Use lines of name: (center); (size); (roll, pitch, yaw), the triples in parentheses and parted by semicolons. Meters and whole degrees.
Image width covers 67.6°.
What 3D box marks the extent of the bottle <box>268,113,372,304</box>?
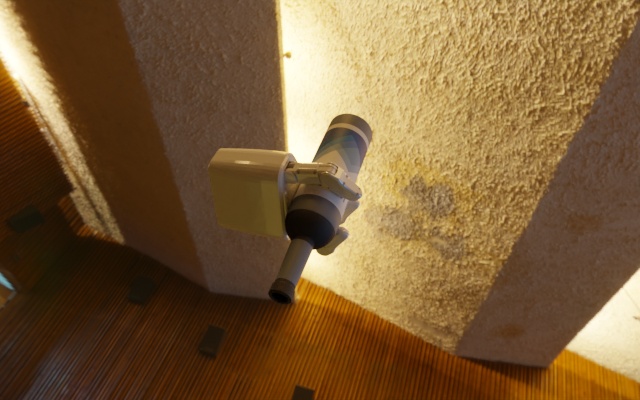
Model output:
bottle: (0.000, 0.002, 0.616); (0.069, 0.295, 0.069); (14, -40, 12)
